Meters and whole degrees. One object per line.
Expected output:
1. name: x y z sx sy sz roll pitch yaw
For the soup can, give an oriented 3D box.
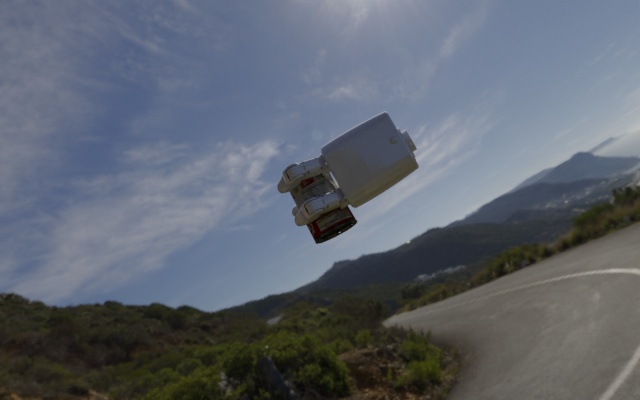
1. soup can: 0.000 0.002 0.693 0.068 0.102 0.068 -26 -13 -7
